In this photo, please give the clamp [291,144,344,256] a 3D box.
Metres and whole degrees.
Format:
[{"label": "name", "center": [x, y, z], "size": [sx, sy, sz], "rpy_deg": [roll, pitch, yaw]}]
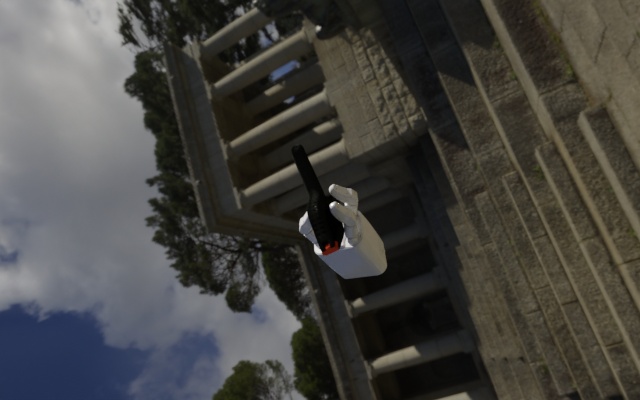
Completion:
[{"label": "clamp", "center": [0.000, 0.004, 0.866], "size": [0.036, 0.209, 0.165], "rpy_deg": [-28, -51, 22]}]
